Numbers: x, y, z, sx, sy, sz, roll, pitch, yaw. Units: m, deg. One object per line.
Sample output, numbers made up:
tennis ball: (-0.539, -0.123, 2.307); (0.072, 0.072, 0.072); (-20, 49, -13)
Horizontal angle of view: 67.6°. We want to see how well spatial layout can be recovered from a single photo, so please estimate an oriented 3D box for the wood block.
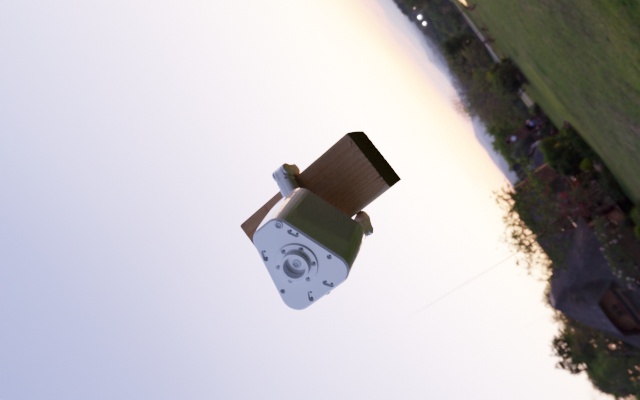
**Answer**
wood block: (0.000, 0.002, 0.674); (0.206, 0.091, 0.090); (-39, -4, 21)
